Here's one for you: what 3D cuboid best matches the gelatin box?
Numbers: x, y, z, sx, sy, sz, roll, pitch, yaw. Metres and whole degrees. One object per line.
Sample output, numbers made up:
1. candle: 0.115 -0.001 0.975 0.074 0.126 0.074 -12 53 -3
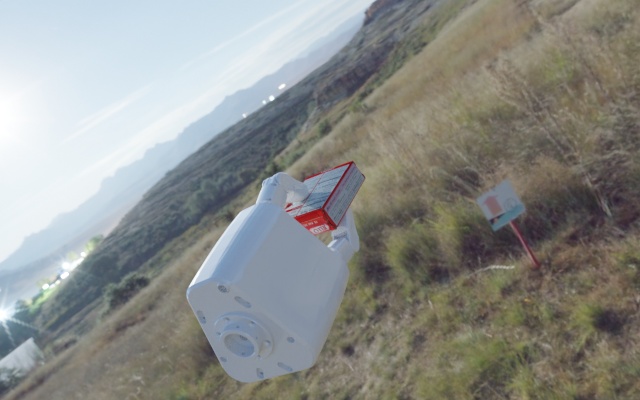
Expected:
1. gelatin box: 0.000 0.001 0.518 0.073 0.030 0.089 -19 28 41
